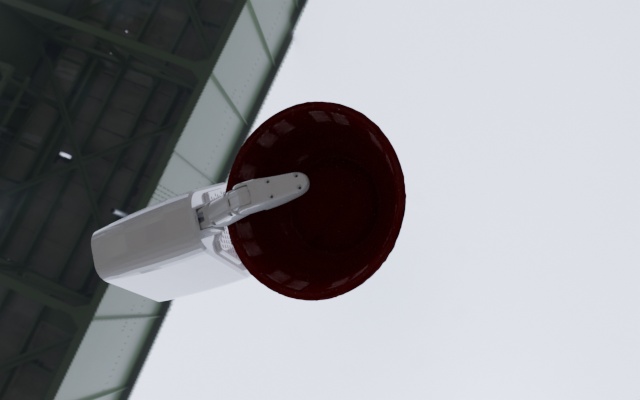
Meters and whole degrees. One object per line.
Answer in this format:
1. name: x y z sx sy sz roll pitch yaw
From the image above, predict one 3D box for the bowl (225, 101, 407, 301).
1. bowl: 0.001 0.001 0.407 0.162 0.162 0.055 0 -5 25
